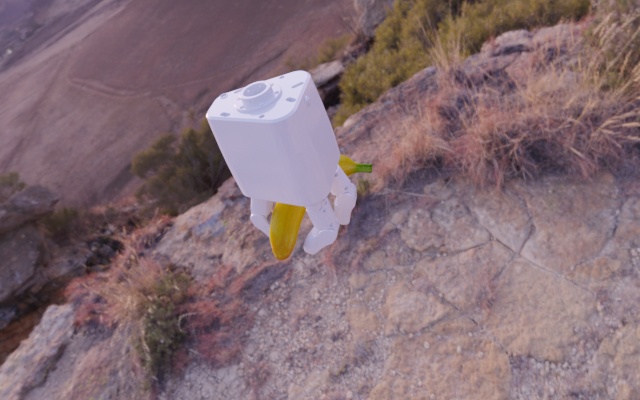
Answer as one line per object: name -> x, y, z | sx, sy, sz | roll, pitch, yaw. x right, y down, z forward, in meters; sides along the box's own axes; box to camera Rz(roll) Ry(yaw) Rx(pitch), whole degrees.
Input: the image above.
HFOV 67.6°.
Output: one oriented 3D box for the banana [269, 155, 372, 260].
banana -> -0.013, -0.006, 0.601 | 0.069, 0.037, 0.197 | 22, 50, 30
